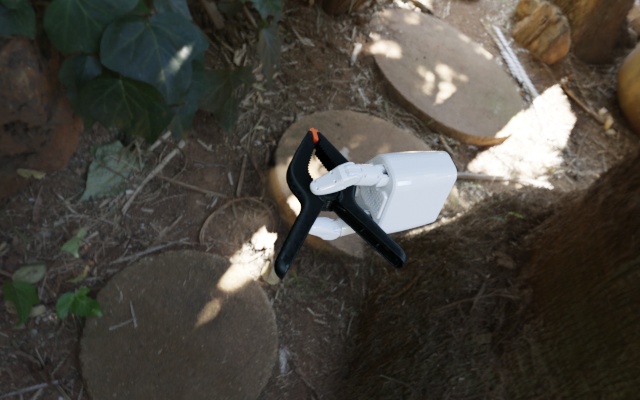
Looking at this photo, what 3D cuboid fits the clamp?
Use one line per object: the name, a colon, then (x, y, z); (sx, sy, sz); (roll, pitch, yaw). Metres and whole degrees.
clamp: (0.000, 0.001, 0.594); (0.164, 0.210, 0.036); (-8, -27, -25)
